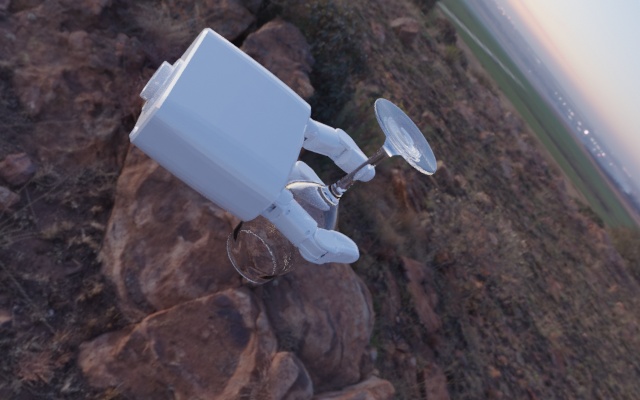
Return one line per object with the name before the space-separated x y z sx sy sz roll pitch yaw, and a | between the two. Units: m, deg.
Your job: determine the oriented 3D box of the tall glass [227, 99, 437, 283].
tall glass | 0.001 0.001 0.427 0.201 0.079 0.079 -38 -21 29
